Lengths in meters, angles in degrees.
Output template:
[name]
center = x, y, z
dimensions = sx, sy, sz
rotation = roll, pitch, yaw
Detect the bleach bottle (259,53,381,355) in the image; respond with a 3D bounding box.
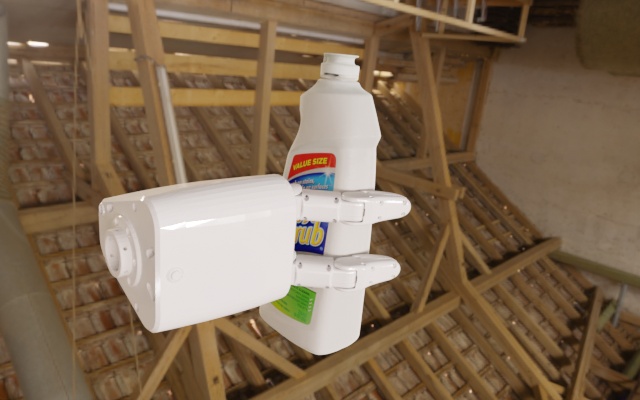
[bleach bottle]
center = 0.000, 0.001, 0.421
dimensions = 0.068, 0.251, 0.102
rotation = -10, 22, -41
